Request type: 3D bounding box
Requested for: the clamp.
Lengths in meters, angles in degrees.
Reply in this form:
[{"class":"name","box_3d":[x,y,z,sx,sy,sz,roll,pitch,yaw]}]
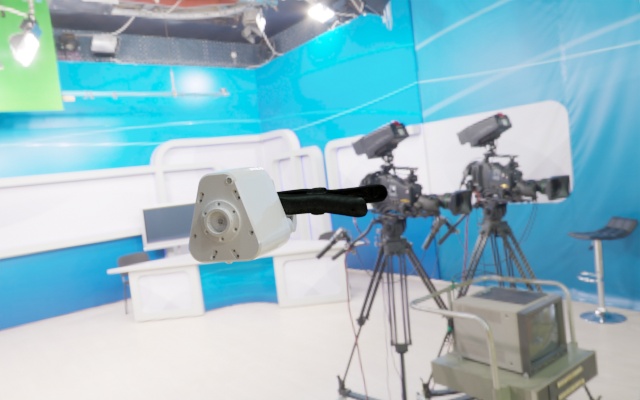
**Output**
[{"class":"clamp","box_3d":[0.000,0.001,0.640,0.171,0.039,0.120,-5,4,13]}]
